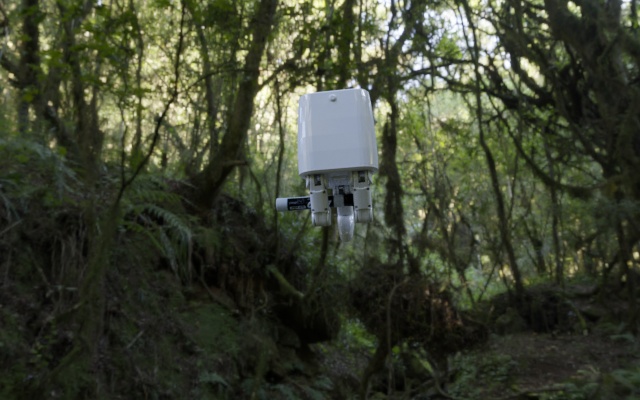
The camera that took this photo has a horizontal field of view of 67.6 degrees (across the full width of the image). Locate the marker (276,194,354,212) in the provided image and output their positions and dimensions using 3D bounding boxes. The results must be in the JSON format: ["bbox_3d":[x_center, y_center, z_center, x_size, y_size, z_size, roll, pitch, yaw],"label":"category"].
[{"bbox_3d":[0.000,0.002,0.655,0.121,0.020,0.020,-4,0,5],"label":"marker"}]
